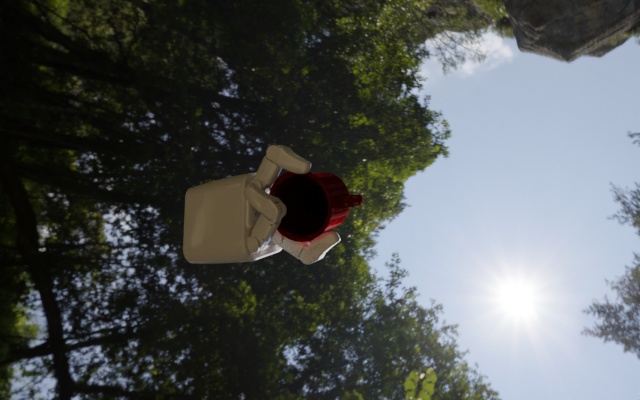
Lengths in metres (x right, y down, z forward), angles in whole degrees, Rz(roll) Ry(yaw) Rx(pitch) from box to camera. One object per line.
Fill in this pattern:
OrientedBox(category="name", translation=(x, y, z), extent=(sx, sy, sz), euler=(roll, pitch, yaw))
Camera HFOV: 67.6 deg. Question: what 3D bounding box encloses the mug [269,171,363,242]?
OrientedBox(category="mug", translation=(0.001, 0.002, 0.637), extent=(0.117, 0.093, 0.081), euler=(-7, 2, 26))
